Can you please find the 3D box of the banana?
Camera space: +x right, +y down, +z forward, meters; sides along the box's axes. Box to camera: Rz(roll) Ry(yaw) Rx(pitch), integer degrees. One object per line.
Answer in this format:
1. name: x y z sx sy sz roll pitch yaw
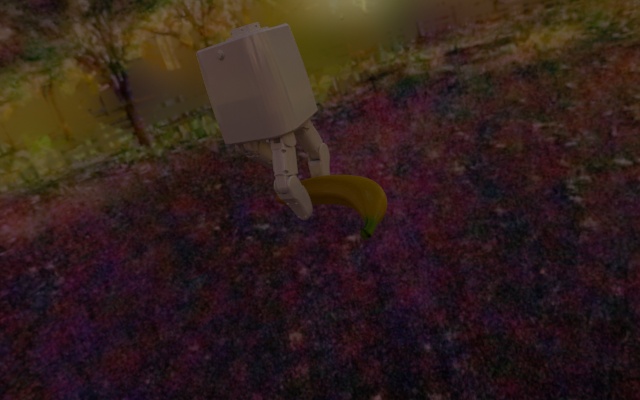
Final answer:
1. banana: 0.017 -0.005 0.551 0.069 0.037 0.197 -27 22 -25
